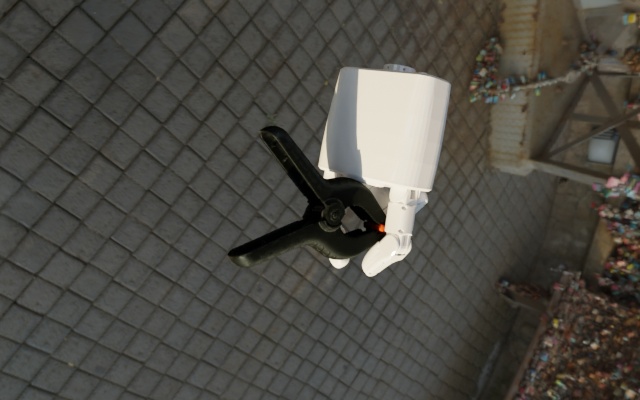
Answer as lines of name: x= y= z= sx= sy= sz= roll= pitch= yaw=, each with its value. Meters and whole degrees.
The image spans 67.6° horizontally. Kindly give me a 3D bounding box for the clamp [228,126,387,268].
clamp: x=0.001 y=0.002 z=0.439 sx=0.171 sy=0.120 sz=0.039 roll=5 pitch=9 yaw=-39
